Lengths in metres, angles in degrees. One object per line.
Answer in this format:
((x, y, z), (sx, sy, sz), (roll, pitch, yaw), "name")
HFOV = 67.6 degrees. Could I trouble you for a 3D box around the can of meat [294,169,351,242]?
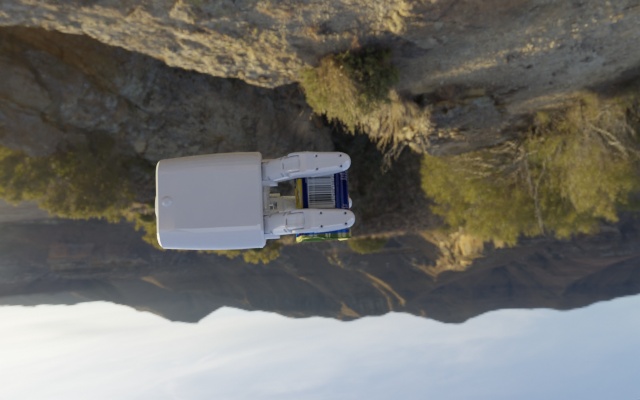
((0.000, 0.002, 0.517), (0.057, 0.084, 0.102), (-2, -6, -6), "can of meat")
